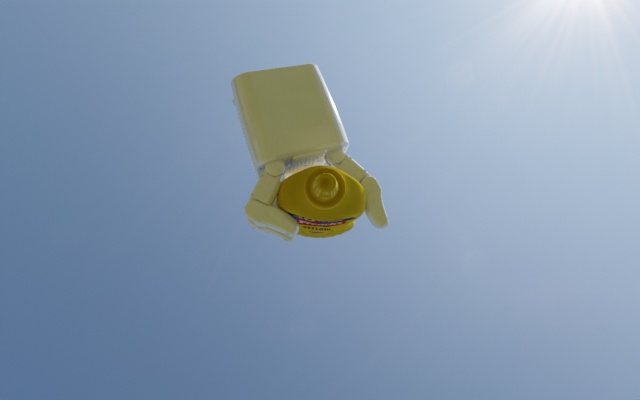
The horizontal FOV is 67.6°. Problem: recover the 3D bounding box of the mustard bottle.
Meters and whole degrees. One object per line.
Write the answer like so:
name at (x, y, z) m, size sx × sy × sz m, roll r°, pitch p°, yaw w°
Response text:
mustard bottle at (0.000, 0.002, 0.534) m, size 0.096 × 0.058 × 0.192 m, roll 6°, pitch -12°, yaw -2°
